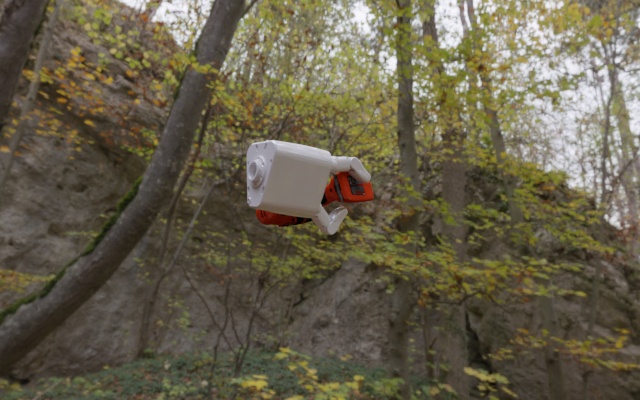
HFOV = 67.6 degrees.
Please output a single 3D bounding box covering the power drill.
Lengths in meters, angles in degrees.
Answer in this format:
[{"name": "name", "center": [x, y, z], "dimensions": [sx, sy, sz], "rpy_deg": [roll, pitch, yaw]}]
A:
[{"name": "power drill", "center": [0.000, 0.003, 0.889], "dimensions": [0.188, 0.057, 0.184], "rpy_deg": [-22, -10, 30]}]
